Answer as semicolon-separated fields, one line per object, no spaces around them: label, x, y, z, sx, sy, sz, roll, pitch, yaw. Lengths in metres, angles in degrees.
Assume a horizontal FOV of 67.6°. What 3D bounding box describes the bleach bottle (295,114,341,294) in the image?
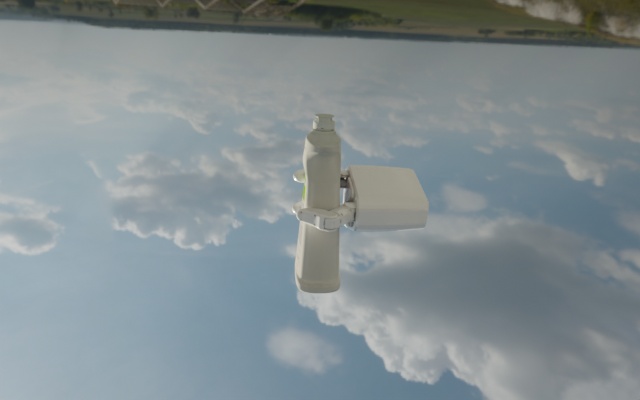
bleach bottle;0.000;0.002;0.698;0.068;0.251;0.102;0;20;-7
